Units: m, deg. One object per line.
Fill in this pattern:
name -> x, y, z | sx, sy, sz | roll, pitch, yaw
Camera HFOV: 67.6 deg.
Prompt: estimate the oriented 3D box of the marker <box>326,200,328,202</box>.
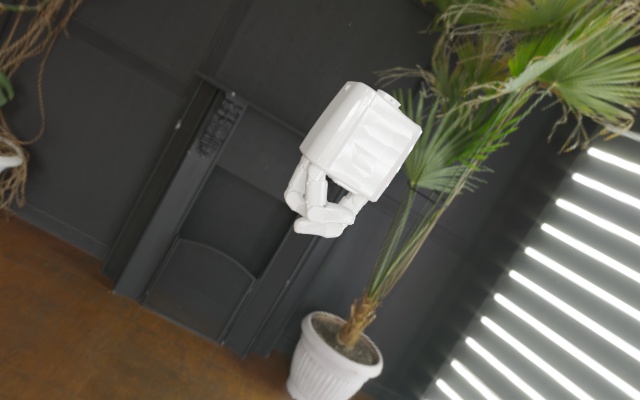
marker -> 0.000, 0.002, 0.641 | 0.020, 0.020, 0.121 | 0, 15, -10
